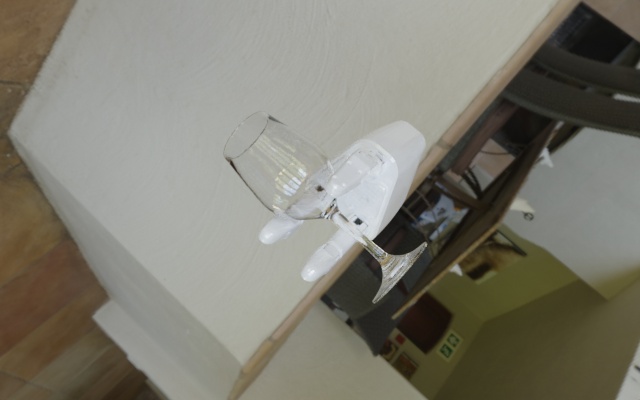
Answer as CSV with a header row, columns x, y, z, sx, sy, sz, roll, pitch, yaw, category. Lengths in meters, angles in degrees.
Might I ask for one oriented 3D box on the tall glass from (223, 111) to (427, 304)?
x,y,z,sx,sy,sz,roll,pitch,yaw,category
0.001,0.002,0.453,0.201,0.079,0.079,41,8,9,tall glass
